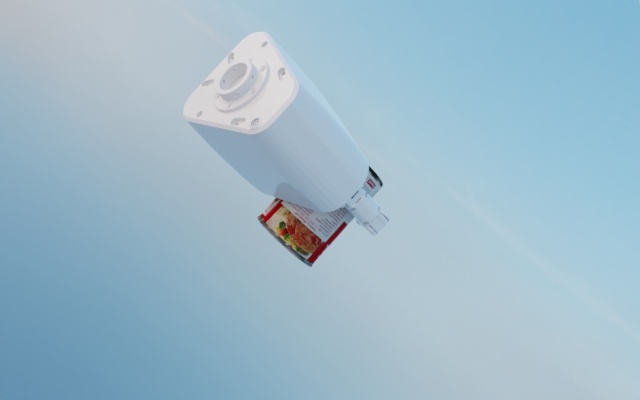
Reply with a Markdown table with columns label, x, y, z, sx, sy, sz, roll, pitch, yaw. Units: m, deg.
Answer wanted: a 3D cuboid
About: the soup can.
| label | x | y | z | sx | sy | sz | roll | pitch | yaw |
| --- | --- | --- | --- | --- | --- | --- | --- | --- | --- |
| soup can | 0.001 | 0.002 | 0.444 | 0.068 | 0.102 | 0.068 | 42 | -2 | 2 |
